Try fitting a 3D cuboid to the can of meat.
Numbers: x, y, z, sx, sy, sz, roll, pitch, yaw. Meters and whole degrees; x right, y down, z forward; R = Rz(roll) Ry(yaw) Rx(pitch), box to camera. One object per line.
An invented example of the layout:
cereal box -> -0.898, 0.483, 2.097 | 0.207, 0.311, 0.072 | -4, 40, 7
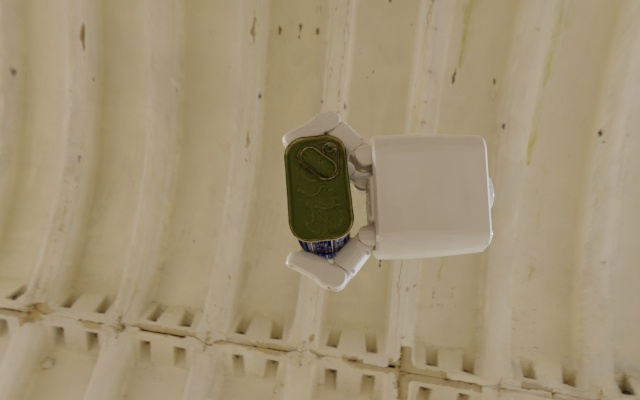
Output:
can of meat -> 0.000, 0.002, 0.462 | 0.057, 0.102, 0.084 | -6, -21, 1
